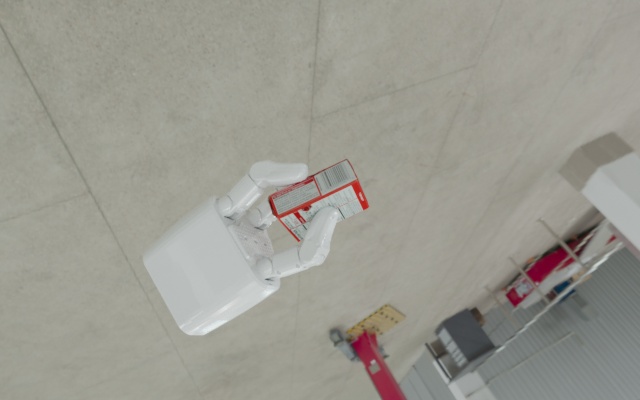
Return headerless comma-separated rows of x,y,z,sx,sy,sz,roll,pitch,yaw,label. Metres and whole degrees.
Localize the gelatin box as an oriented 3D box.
0.001,0.002,0.488,0.089,0.030,0.073,-25,-27,4,gelatin box
